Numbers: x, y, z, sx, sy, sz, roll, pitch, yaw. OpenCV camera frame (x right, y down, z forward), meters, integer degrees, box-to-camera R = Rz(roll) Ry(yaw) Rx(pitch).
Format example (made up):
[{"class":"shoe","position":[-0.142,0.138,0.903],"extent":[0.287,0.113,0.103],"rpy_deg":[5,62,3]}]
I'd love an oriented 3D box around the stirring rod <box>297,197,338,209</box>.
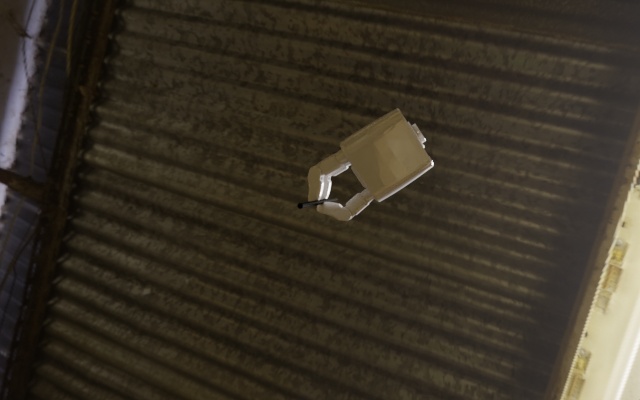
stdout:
[{"class":"stirring rod","position":[0.000,0.003,0.772],"extent":[0.011,0.011,0.239],"rpy_deg":[0,2,14]}]
